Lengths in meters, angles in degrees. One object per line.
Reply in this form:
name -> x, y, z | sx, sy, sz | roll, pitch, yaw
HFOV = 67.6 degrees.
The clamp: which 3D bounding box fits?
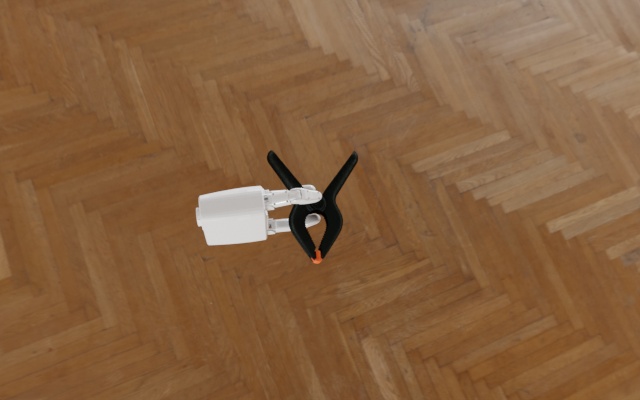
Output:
clamp -> 0.000, 0.003, 0.840 | 0.164, 0.210, 0.036 | -7, -14, -9
